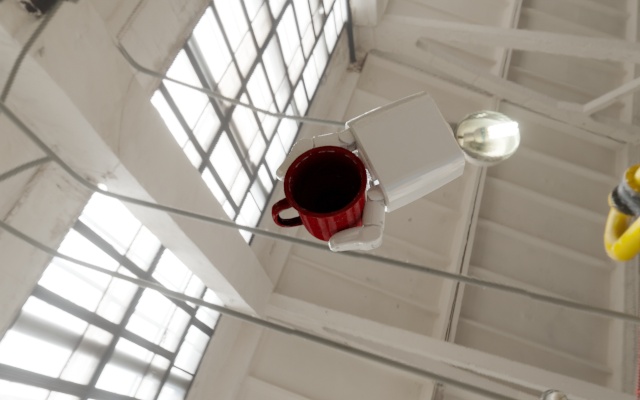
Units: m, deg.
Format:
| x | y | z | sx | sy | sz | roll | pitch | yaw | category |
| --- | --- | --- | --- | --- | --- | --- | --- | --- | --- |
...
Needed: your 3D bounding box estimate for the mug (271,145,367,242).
| x | y | z | sx | sy | sz | roll | pitch | yaw | category |
| --- | --- | --- | --- | --- | --- | --- | --- | --- | --- |
| -0.001 | 0.003 | 0.555 | 0.117 | 0.093 | 0.081 | -24 | -30 | -3 | mug |
